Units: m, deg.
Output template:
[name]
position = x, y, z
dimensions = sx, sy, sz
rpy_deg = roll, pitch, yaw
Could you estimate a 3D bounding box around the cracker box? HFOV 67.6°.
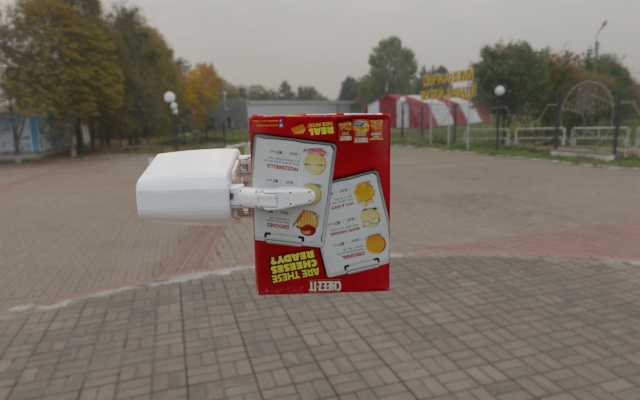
[cracker box]
position = 0.000, 0.002, 0.588
dimensions = 0.164, 0.214, 0.072
rpy_deg = -2, 11, -1
